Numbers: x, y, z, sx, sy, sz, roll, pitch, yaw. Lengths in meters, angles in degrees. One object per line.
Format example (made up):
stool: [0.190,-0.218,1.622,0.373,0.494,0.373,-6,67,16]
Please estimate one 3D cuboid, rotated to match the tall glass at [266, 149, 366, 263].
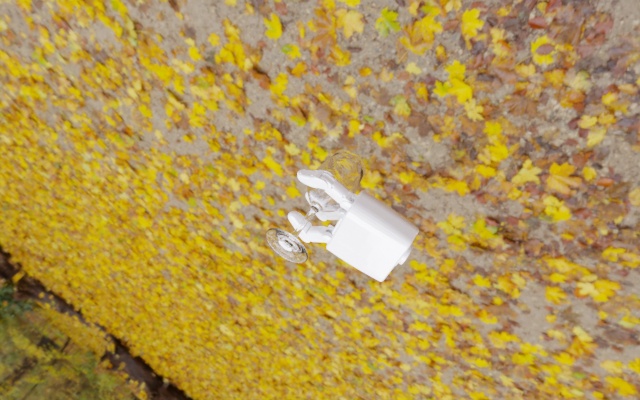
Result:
tall glass: [0.000,0.003,0.765,0.079,0.079,0.201,0,42,43]
